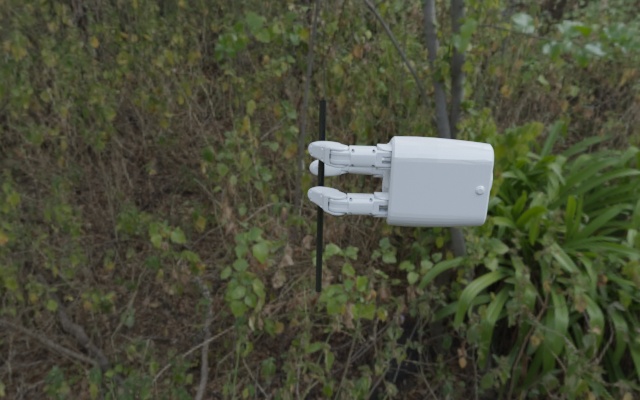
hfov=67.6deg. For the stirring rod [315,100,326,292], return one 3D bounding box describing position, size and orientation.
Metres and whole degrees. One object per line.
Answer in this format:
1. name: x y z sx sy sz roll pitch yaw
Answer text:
1. stirring rod: 0.000 0.002 0.576 0.011 0.240 0.011 1 18 0
